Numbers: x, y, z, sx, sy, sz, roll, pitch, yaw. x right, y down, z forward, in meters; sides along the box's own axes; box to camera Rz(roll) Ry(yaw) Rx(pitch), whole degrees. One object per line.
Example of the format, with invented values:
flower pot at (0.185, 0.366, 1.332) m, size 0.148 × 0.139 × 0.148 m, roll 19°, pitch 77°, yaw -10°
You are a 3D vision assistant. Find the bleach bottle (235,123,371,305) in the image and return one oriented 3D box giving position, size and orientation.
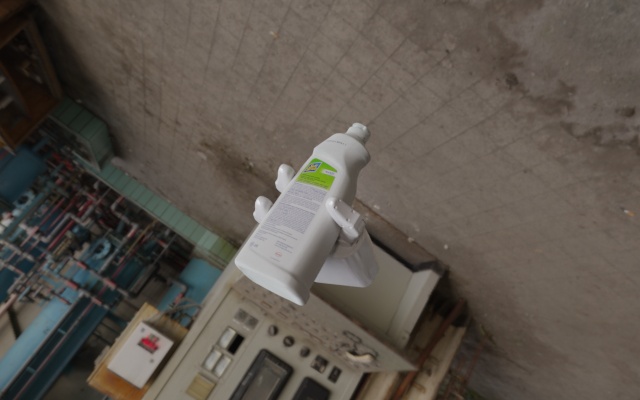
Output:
bleach bottle at (0.000, 0.002, 0.615) m, size 0.102 × 0.250 × 0.068 m, roll 19°, pitch -25°, yaw 32°
